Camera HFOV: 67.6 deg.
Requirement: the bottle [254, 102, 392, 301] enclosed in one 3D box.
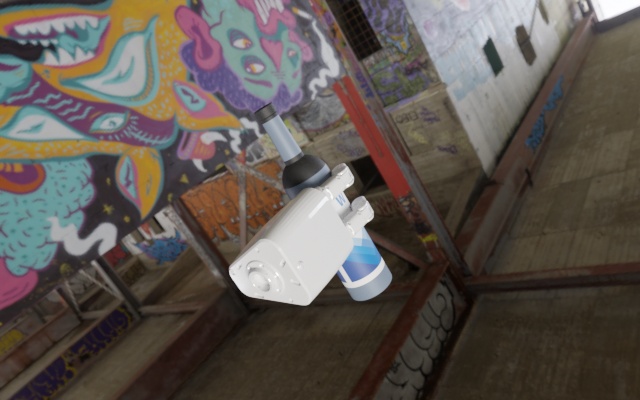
[{"bbox_3d":[0.000,0.002,0.650,0.069,0.296,0.069,-29,16,9],"label":"bottle"}]
